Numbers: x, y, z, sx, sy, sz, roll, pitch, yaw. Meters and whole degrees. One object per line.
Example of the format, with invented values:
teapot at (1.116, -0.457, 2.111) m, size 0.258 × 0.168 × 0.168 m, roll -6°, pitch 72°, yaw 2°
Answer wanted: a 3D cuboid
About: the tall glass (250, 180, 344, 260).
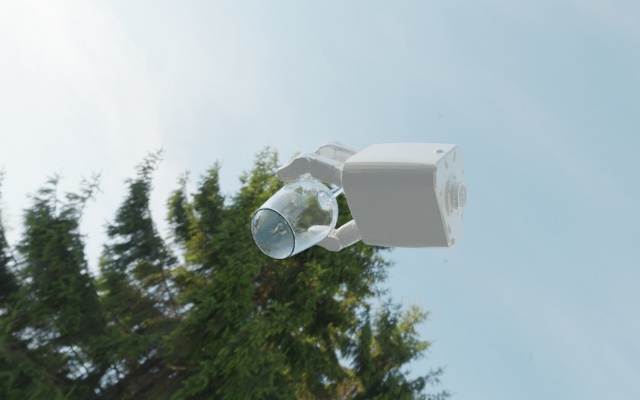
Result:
tall glass at (0.000, 0.002, 0.593) m, size 0.079 × 0.079 × 0.201 m, roll 0°, pitch 21°, yaw 35°
